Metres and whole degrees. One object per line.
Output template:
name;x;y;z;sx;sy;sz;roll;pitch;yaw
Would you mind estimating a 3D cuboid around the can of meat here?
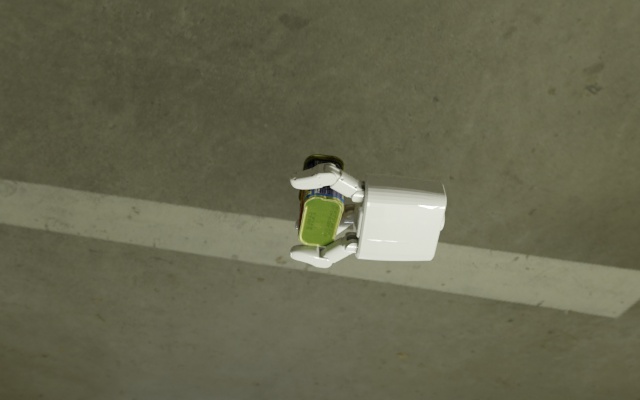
can of meat;0.000;0.002;0.659;0.057;0.083;0.102;6;-45;-6
